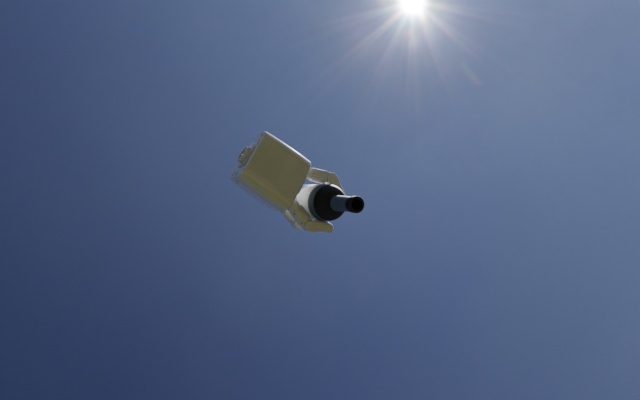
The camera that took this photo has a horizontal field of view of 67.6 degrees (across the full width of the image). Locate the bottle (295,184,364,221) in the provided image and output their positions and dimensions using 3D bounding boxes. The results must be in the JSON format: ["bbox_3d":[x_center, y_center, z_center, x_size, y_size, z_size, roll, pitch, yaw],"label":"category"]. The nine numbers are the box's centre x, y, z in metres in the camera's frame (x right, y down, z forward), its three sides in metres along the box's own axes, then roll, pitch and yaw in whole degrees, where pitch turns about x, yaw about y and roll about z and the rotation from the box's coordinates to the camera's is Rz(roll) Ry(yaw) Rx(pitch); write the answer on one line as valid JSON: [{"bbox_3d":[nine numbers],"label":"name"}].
[{"bbox_3d":[0.000,0.003,0.896,0.069,0.069,0.295,0,1,-23],"label":"bottle"}]
